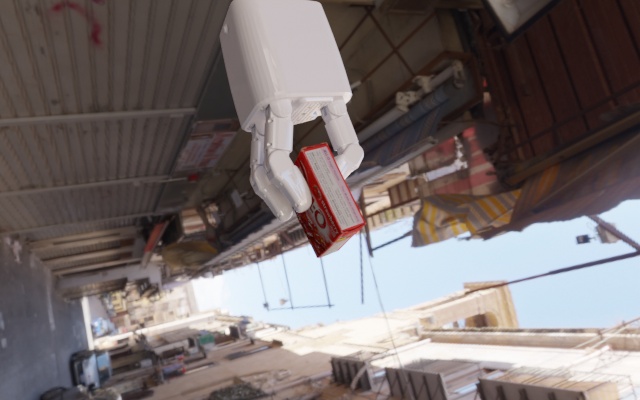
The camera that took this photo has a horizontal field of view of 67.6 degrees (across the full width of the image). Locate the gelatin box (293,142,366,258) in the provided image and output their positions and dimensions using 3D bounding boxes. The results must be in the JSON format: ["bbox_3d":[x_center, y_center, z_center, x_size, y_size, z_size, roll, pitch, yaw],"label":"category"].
[{"bbox_3d":[0.001,0.002,0.454,0.030,0.089,0.073,-18,-17,-26],"label":"gelatin box"}]
